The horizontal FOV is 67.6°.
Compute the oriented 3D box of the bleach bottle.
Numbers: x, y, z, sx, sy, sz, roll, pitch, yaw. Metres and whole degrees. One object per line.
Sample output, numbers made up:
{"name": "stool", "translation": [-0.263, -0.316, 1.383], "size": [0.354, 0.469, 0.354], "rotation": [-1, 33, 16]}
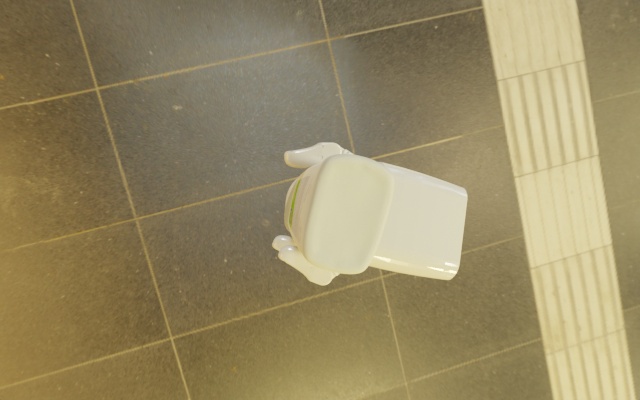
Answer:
{"name": "bleach bottle", "translation": [0.000, 0.002, 0.510], "size": [0.068, 0.102, 0.251], "rotation": [15, 3, -12]}
